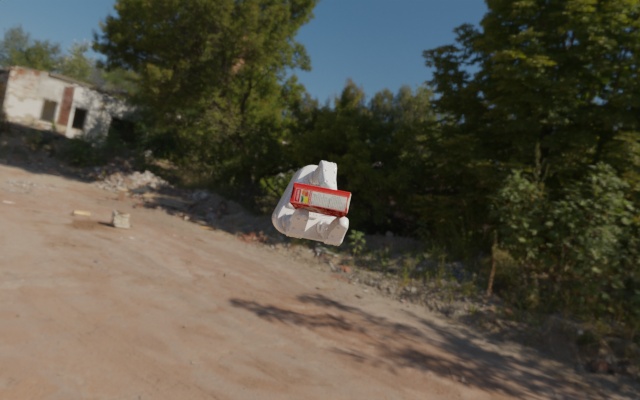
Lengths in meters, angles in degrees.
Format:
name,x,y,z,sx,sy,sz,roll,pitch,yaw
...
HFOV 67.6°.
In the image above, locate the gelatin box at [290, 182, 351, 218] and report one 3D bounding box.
name,x,y,z,sx,sy,sz,roll,pitch,yaw
gelatin box,0.000,0.002,0.631,0.073,0.030,0.089,11,-6,2
